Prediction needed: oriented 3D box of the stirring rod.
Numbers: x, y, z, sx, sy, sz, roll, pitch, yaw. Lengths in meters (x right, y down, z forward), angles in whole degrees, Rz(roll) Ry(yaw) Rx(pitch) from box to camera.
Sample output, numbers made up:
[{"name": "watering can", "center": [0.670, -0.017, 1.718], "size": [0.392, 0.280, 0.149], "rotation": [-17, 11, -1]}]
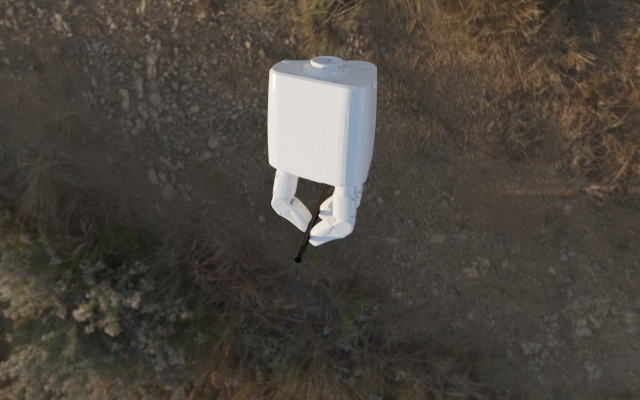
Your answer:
[{"name": "stirring rod", "center": [0.000, 0.002, 0.607], "size": [0.011, 0.011, 0.239], "rotation": [0, 31, 13]}]
